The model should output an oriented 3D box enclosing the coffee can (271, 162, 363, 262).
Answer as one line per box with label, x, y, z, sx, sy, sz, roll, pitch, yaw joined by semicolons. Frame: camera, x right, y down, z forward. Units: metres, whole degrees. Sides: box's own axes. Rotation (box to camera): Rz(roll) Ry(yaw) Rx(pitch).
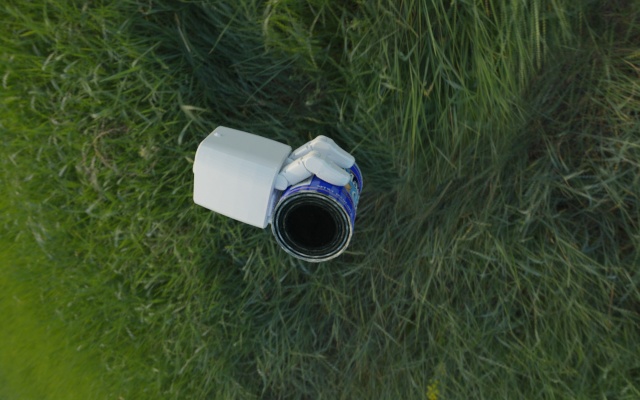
coffee can;0.000;0.002;0.650;0.103;0.103;0.140;0;27;11
